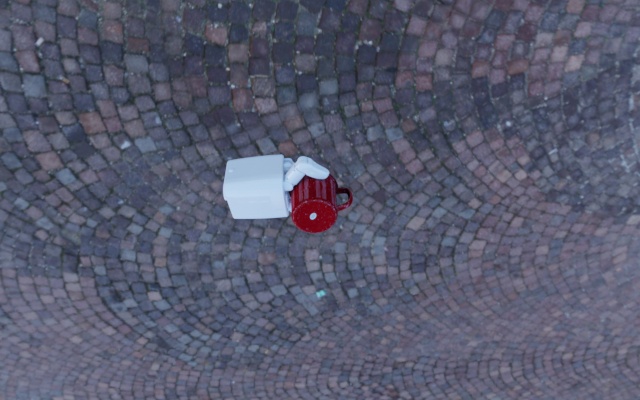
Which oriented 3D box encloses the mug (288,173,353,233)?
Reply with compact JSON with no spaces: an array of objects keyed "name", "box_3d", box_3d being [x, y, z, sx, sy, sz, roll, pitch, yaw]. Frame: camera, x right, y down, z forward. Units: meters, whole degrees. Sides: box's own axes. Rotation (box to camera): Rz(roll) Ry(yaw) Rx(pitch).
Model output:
[{"name":"mug","box_3d":[0.002,0.003,0.857,0.117,0.093,0.081,-6,40,2]}]
